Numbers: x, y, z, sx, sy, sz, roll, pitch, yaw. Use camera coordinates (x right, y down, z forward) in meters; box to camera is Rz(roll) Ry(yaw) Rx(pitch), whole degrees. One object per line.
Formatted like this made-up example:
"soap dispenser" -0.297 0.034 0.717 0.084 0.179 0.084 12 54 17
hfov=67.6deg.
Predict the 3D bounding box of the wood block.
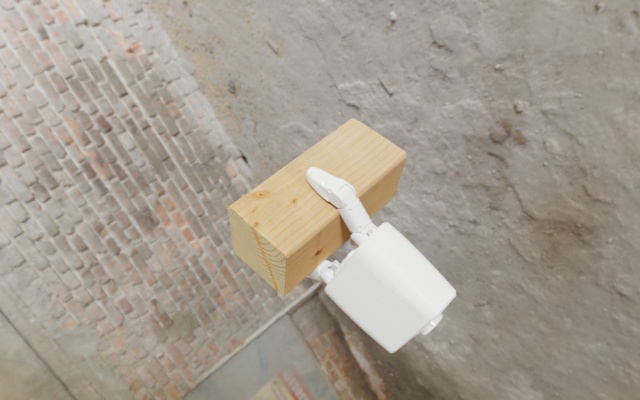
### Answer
"wood block" 0.000 0.002 0.571 0.090 0.091 0.206 38 58 22
